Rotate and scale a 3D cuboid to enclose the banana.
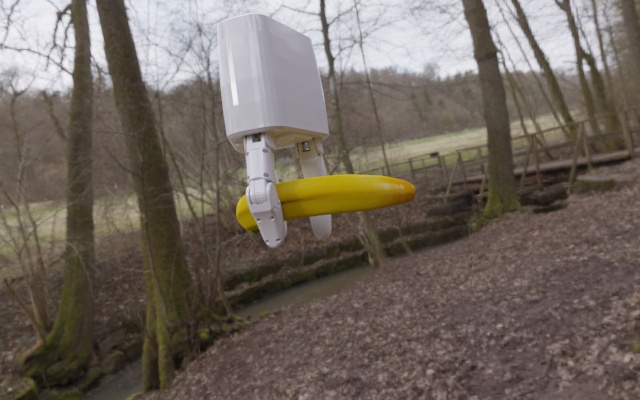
[{"bbox_3d":[-0.013,0.001,0.449,0.198,0.037,0.069,-11,-11,33],"label":"banana"}]
